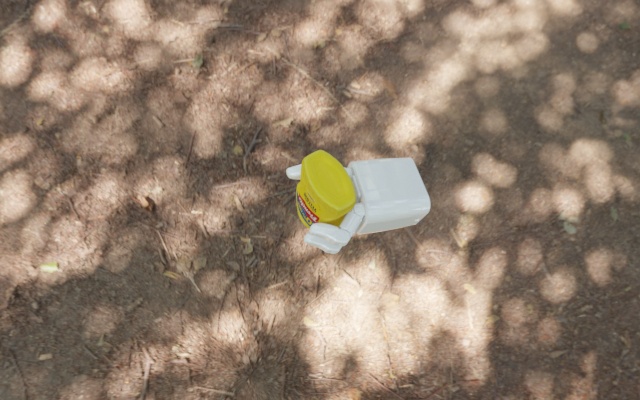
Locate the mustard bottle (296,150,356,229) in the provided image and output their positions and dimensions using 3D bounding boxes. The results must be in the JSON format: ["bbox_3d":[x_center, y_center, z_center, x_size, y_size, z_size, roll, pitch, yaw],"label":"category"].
[{"bbox_3d":[0.000,0.002,0.745,0.058,0.096,0.192,-31,-13,-17],"label":"mustard bottle"}]
